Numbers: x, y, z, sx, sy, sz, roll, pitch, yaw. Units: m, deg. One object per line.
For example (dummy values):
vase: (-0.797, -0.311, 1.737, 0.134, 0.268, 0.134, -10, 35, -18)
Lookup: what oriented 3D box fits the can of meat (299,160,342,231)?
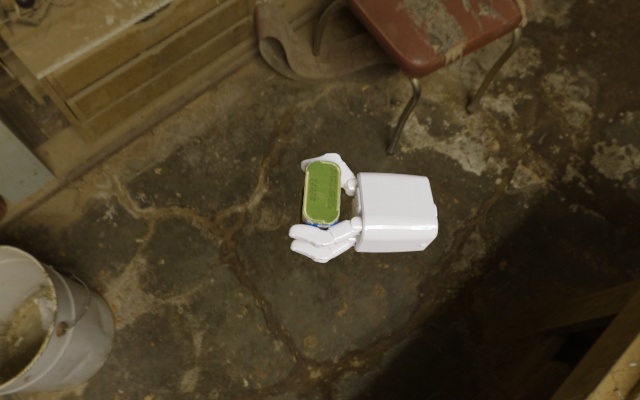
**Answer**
can of meat: (0.000, 0.002, 0.699, 0.057, 0.102, 0.084, 4, -23, -3)
